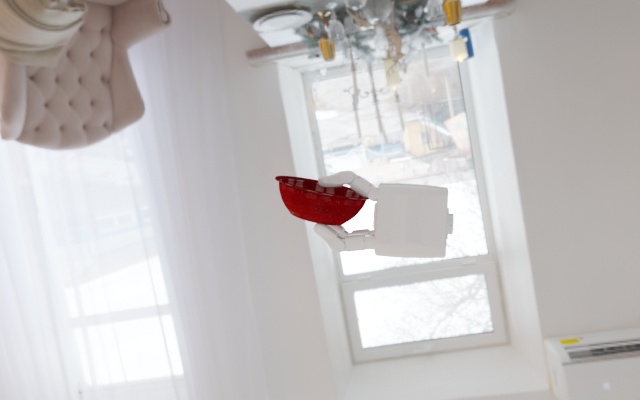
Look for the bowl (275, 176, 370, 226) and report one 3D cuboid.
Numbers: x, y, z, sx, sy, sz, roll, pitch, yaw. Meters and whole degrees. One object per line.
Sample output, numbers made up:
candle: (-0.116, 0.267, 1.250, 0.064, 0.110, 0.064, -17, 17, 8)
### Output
bowl: (-0.001, 0.003, 0.782, 0.162, 0.055, 0.162, 12, 8, -2)
